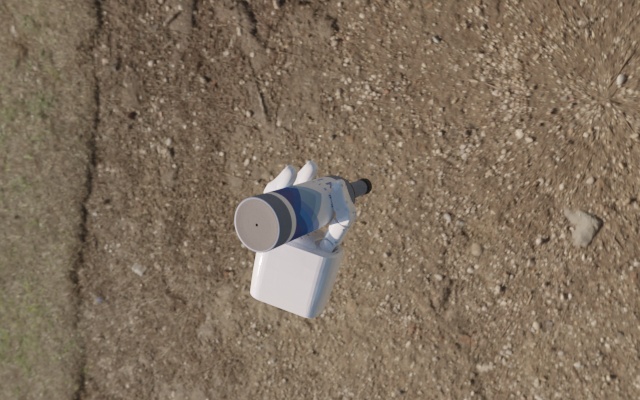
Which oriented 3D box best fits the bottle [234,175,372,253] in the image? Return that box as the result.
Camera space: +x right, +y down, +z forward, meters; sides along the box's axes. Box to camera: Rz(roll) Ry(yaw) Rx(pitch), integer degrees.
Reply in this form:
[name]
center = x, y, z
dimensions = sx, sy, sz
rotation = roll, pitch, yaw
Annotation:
[bottle]
center = 0.000, 0.002, 0.674
dimensions = 0.069, 0.069, 0.295
rotation = 0, 10, 31
